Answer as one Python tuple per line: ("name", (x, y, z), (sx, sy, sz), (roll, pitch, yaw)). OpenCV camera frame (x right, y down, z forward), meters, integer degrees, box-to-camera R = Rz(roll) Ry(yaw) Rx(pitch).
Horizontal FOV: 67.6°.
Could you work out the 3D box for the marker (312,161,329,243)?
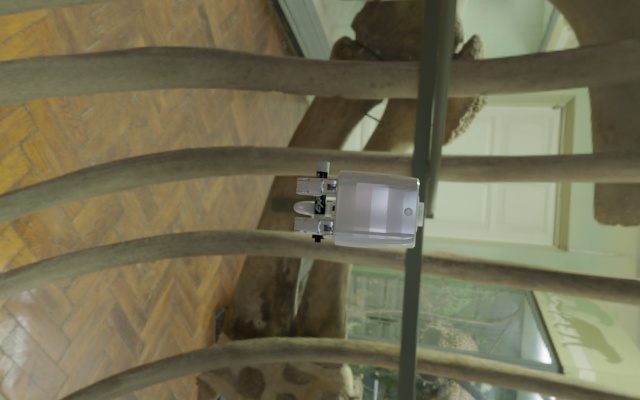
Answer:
("marker", (0.000, 0.002, 0.715), (0.020, 0.121, 0.020), (4, -2, 0))
